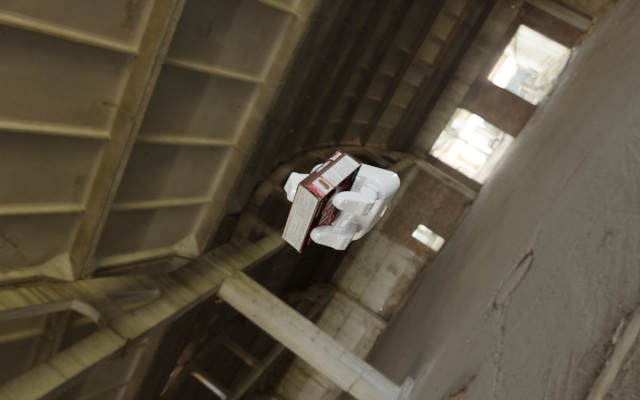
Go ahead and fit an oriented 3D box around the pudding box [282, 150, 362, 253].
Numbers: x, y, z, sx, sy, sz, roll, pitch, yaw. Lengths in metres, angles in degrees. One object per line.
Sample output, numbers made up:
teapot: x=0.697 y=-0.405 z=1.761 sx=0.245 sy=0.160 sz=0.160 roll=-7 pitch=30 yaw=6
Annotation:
pudding box: x=0.000 y=0.002 z=0.606 sx=0.039 sy=0.114 sz=0.090 roll=35 pitch=49 yaw=15
